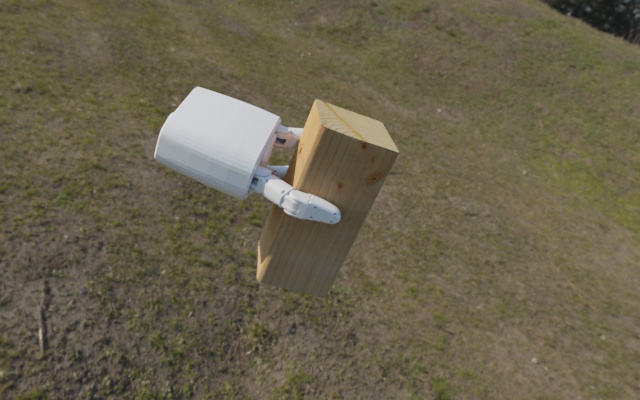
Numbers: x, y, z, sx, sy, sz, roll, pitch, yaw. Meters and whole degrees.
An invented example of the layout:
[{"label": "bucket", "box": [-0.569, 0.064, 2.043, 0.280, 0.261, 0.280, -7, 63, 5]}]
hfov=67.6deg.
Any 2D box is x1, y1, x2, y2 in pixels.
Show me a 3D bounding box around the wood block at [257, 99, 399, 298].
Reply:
[{"label": "wood block", "box": [0.000, 0.002, 0.564, 0.090, 0.206, 0.090, 17, 27, -14]}]
